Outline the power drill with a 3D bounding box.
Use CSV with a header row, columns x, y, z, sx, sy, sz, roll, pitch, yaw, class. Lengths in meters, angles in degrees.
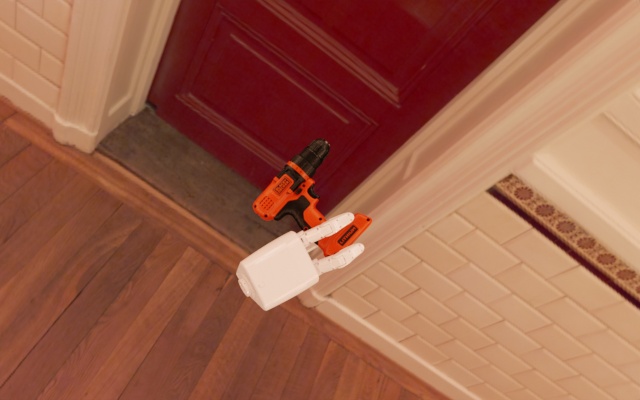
x,y,z,sx,sy,sz,roll,pitch,yaw,class
0.000,0.003,0.861,0.187,0.184,0.057,41,-5,10,power drill
